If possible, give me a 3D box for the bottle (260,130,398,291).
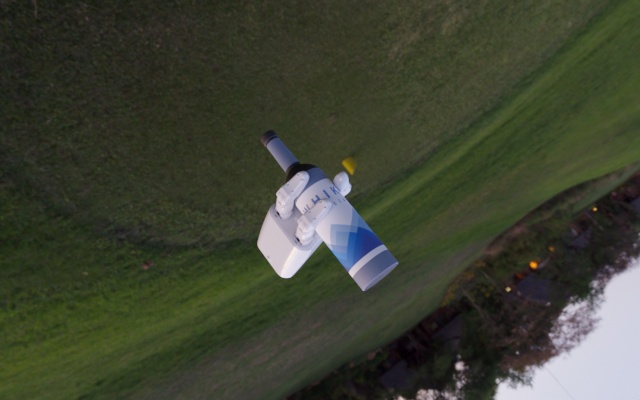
[{"bbox_3d":[0.000,0.003,0.741,0.069,0.295,0.069,-35,-18,-13],"label":"bottle"}]
